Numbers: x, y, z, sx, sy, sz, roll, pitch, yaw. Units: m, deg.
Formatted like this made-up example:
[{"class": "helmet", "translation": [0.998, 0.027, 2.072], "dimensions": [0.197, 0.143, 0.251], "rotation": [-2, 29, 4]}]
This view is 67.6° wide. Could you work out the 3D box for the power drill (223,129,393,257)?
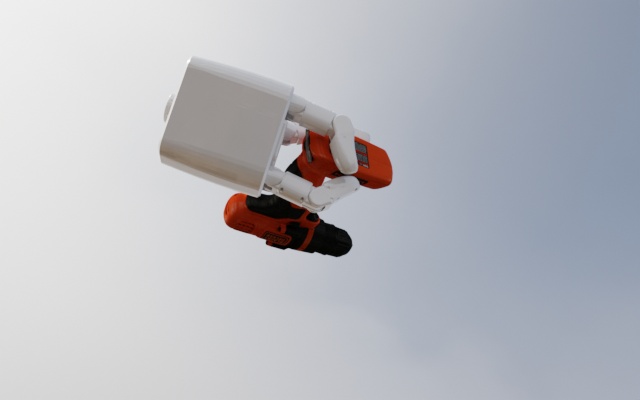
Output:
[{"class": "power drill", "translation": [0.000, 0.002, 0.575], "dimensions": [0.184, 0.057, 0.188], "rotation": [18, -43, -28]}]
